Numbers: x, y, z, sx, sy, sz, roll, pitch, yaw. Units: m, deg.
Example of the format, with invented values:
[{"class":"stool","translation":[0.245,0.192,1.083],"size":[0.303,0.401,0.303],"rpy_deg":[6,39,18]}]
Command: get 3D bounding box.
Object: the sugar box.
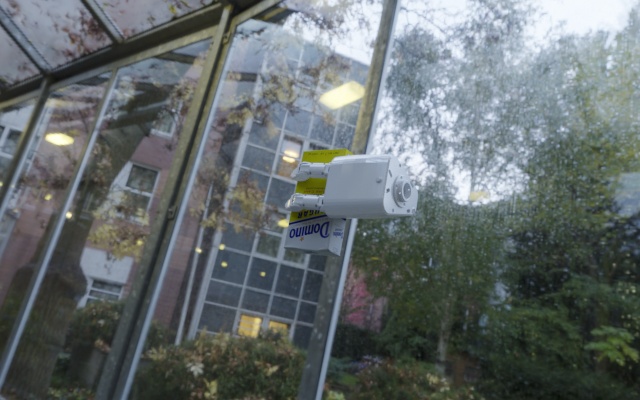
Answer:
[{"class":"sugar box","translation":[0.000,0.002,0.806],"size":[0.093,0.176,0.048],"rpy_deg":[0,-20,35]}]
